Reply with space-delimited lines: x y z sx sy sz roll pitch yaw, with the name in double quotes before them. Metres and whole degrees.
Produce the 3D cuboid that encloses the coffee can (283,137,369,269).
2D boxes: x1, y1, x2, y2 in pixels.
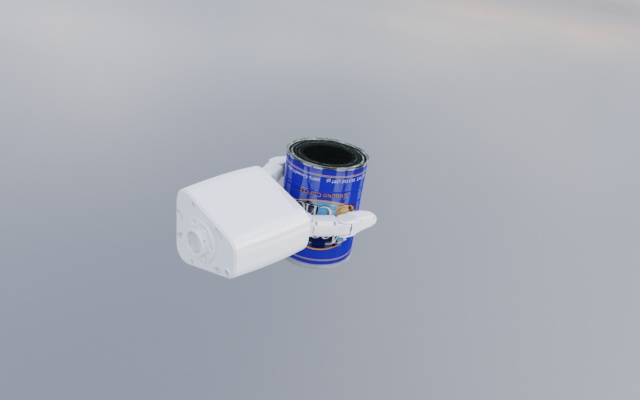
"coffee can" 0.000 0.002 0.616 0.103 0.140 0.102 7 26 -3
